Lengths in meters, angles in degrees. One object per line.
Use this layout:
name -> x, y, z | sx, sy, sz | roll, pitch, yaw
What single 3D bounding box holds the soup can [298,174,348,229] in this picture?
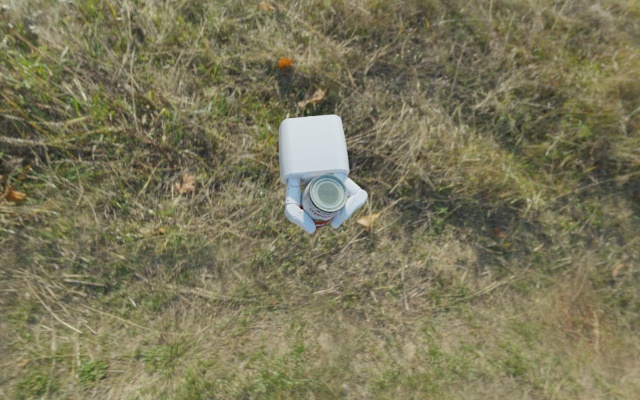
soup can -> 0.000, 0.003, 0.808 | 0.068, 0.068, 0.102 | 0, -18, -17
